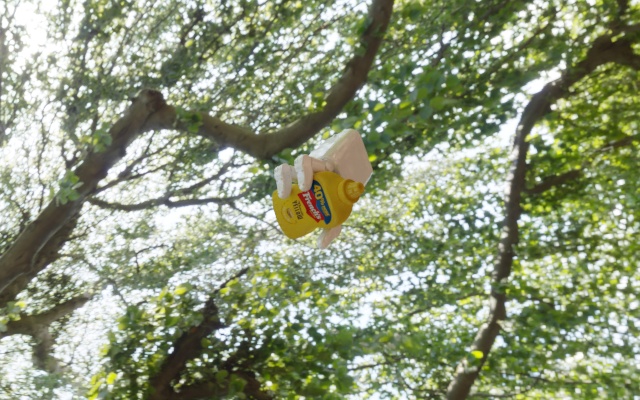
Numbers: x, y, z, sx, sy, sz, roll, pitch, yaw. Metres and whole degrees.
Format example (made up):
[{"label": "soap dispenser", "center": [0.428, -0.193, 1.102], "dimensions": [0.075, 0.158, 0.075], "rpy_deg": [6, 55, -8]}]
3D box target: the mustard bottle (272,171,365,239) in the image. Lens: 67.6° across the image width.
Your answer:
[{"label": "mustard bottle", "center": [0.000, 0.003, 0.810], "dimensions": [0.192, 0.096, 0.058], "rpy_deg": [-20, -1, 45]}]
